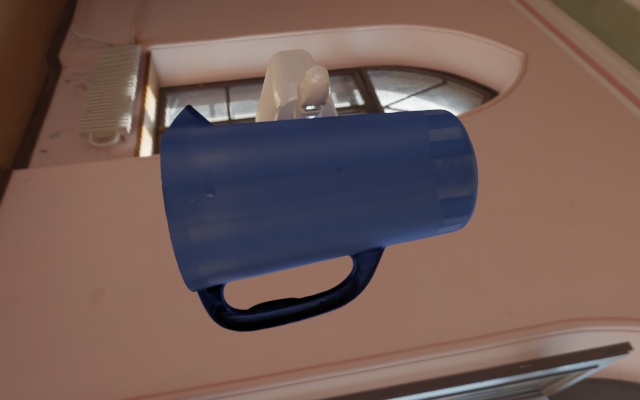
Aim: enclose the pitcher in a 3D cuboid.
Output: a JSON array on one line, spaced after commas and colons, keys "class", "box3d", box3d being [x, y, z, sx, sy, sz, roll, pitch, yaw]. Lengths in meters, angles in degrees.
[{"class": "pitcher", "box3d": [0.000, 0.001, 0.402, 0.243, 0.149, 0.145, -8, 42, -7]}]
